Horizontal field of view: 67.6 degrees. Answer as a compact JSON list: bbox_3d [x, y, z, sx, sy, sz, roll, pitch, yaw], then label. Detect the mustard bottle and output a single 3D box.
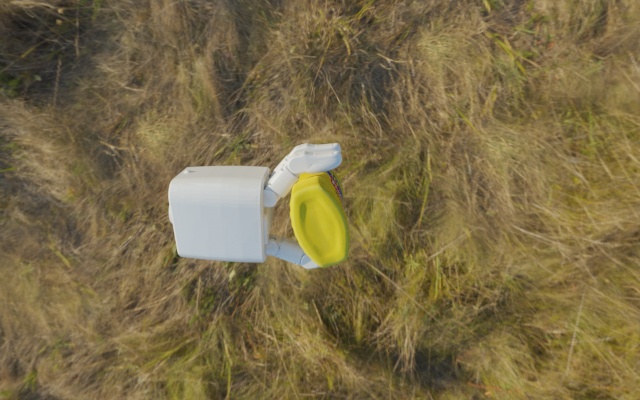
[{"bbox_3d":[0.000,0.002,0.593,0.058,0.096,0.191,-21,16,6],"label":"mustard bottle"}]
